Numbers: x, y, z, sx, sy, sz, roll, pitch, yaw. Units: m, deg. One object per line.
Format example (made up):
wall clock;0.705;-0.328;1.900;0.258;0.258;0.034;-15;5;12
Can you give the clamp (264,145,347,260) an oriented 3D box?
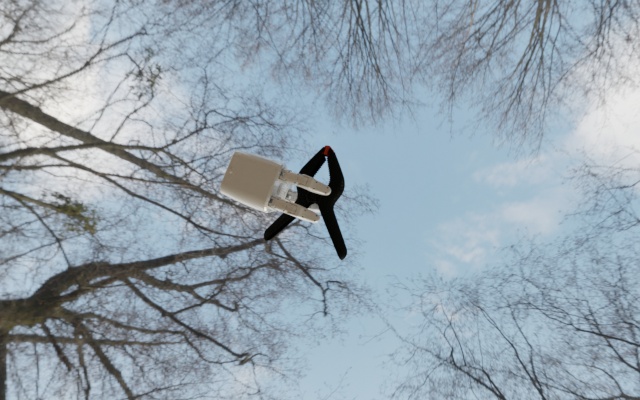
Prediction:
clamp;0.000;0.002;0.897;0.164;0.210;0.036;20;-5;17
